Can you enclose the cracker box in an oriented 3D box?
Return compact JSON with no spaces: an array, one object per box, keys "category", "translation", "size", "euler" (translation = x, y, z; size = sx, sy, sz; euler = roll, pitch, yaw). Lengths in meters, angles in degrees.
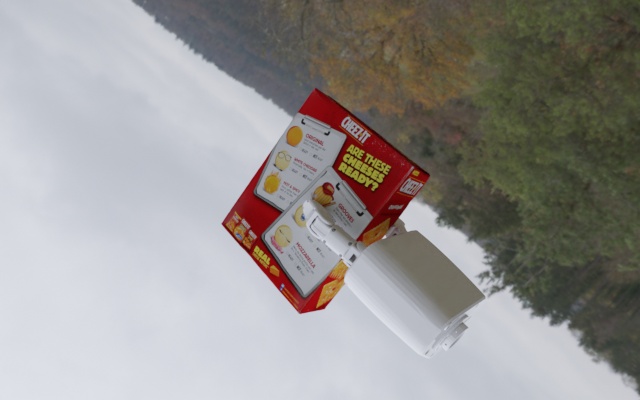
[{"category":"cracker box","translation":[0.000,0.002,0.579],"size":[0.164,0.214,0.072],"euler":[44,15,26]}]
